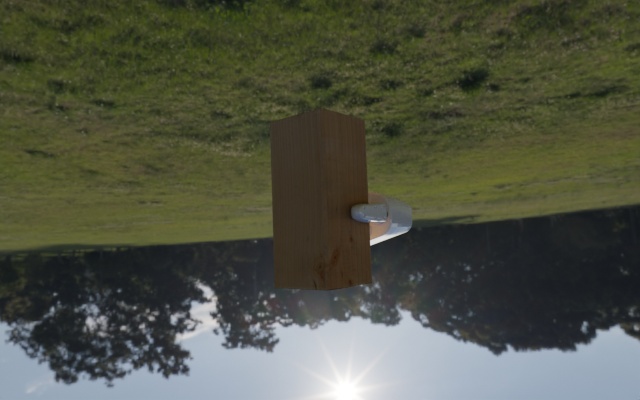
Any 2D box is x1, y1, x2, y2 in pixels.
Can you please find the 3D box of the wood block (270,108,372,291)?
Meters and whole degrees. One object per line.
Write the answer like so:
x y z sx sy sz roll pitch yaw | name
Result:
0.001 0.002 0.593 0.091 0.206 0.090 -6 -6 40 | wood block
